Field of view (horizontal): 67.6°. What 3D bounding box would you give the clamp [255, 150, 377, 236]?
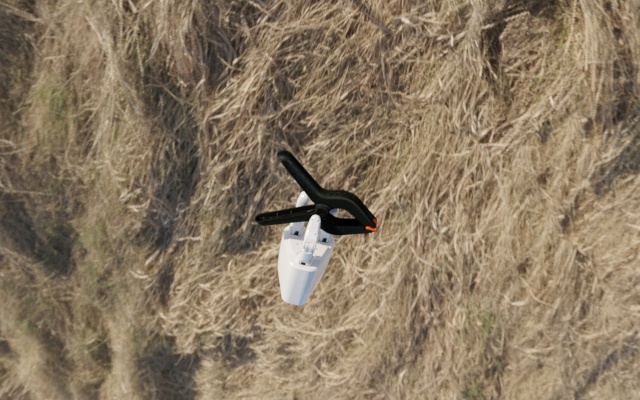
[{"bbox_3d":[0.000,0.003,0.808,0.210,0.165,0.036,14,41,-2],"label":"clamp"}]
